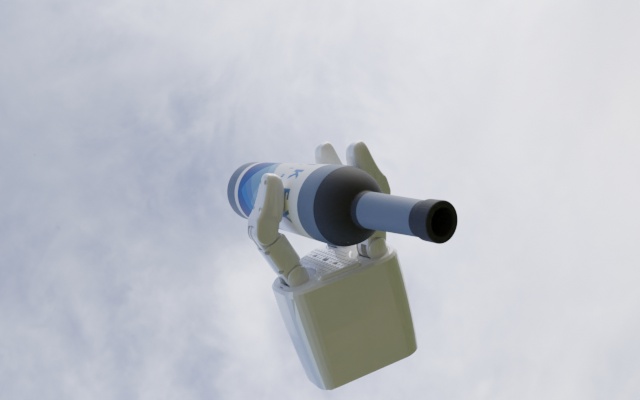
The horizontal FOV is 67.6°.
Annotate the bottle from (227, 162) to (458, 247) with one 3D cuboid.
[{"bbox_3d":[0.000,0.001,0.419,0.069,0.069,0.295,0,5,-31],"label":"bottle"}]
